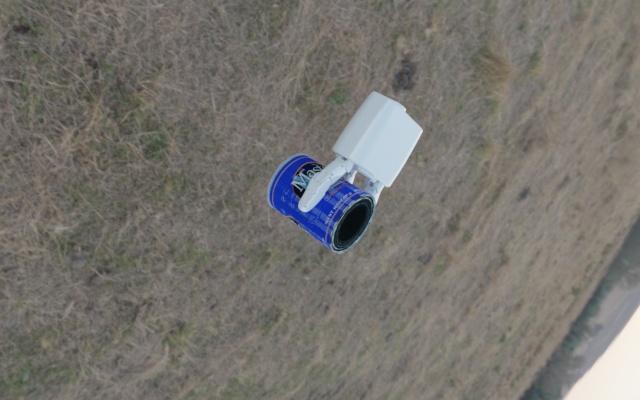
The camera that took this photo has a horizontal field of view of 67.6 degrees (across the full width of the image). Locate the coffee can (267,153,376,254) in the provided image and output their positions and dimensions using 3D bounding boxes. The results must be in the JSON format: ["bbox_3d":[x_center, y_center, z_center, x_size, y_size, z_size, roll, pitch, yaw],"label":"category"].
[{"bbox_3d":[0.000,0.003,0.745,0.140,0.103,0.103,34,18,29],"label":"coffee can"}]
